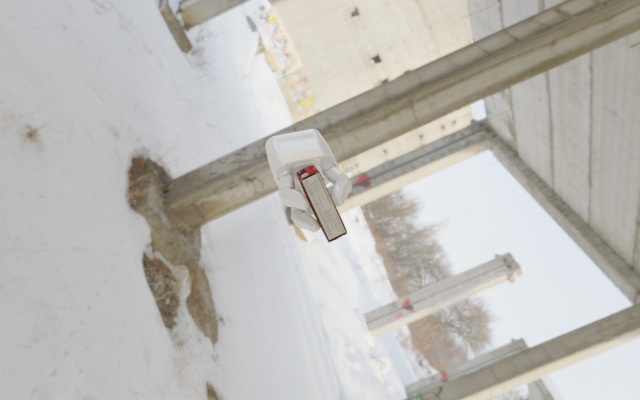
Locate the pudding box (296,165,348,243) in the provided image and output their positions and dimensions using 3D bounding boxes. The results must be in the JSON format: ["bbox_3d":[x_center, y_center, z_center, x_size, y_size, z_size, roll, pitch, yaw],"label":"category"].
[{"bbox_3d":[0.000,0.002,0.776,0.039,0.113,0.090,-27,12,0],"label":"pudding box"}]
